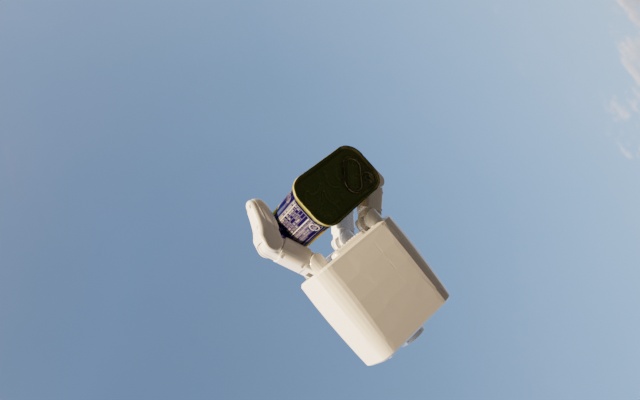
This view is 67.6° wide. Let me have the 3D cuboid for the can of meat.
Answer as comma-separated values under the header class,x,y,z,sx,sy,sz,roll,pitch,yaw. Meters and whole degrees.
class,x,y,z,sx,sy,sz,roll,pitch,yaw
can of meat,0.000,0.002,0.492,0.102,0.057,0.084,-40,-4,-39
